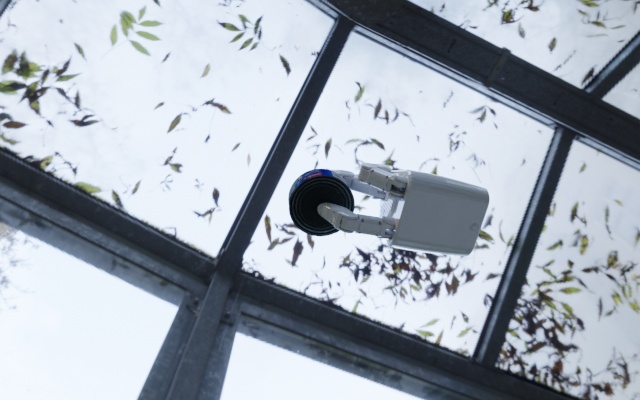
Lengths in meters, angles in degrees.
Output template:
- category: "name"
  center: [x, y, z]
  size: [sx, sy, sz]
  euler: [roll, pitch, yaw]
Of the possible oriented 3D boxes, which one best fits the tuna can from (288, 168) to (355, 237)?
- category: "tuna can"
  center: [0.000, 0.002, 0.627]
  size: [0.086, 0.086, 0.033]
  euler: [0, 23, -7]
